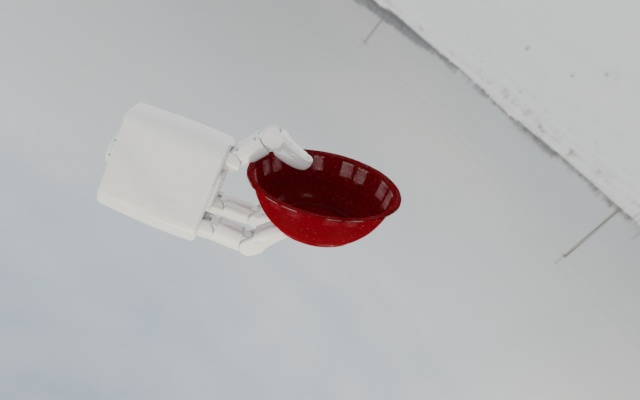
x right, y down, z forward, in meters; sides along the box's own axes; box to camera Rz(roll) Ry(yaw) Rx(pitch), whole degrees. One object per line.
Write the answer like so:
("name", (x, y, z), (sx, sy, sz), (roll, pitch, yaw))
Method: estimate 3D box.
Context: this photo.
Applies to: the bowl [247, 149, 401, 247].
("bowl", (0.001, 0.002, 0.503), (0.162, 0.055, 0.162), (9, 27, -5))
